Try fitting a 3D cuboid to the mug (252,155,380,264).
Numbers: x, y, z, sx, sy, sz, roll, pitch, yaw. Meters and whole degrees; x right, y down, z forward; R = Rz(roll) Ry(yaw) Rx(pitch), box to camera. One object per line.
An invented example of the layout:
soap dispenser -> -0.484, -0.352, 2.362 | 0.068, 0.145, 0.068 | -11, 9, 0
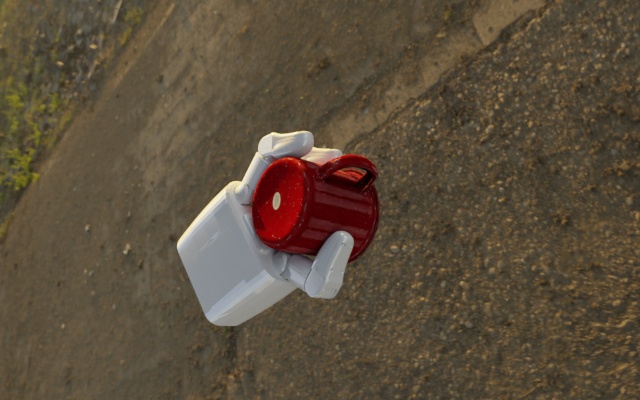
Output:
mug -> 0.001, 0.001, 0.424 | 0.081, 0.093, 0.117 | 14, -44, -42
